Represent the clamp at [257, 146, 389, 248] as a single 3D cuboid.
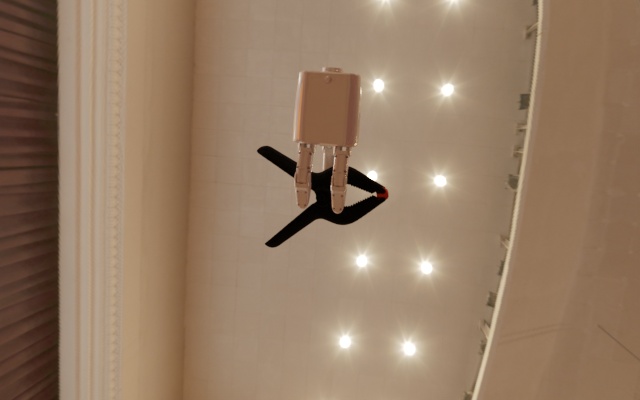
[{"bbox_3d":[0.001,0.002,0.754,0.210,0.164,0.036,5,13,7],"label":"clamp"}]
